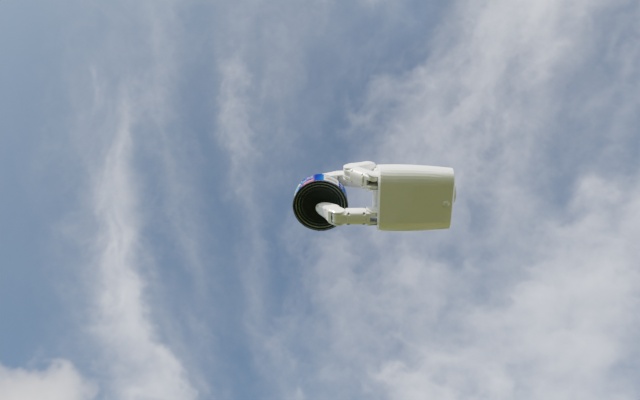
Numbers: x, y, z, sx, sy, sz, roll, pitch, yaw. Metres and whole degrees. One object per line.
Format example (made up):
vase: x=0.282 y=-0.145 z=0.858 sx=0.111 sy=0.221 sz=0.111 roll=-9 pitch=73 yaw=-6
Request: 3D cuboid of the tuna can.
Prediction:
tuna can: x=0.000 y=0.002 z=0.748 sx=0.086 sy=0.086 sz=0.033 roll=0 pitch=24 yaw=1
